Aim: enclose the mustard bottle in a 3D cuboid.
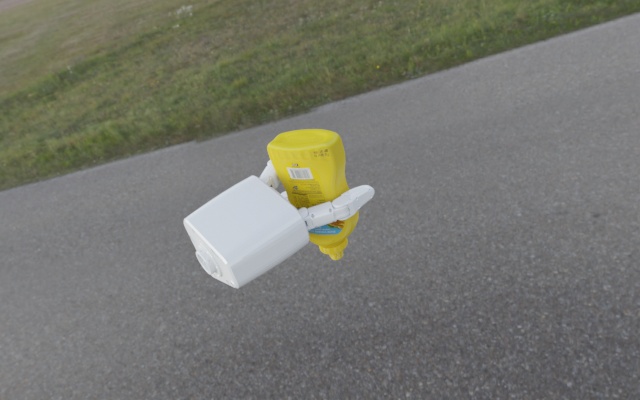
[{"bbox_3d":[0.000,0.002,0.633,0.096,0.192,0.058,3,36,29],"label":"mustard bottle"}]
